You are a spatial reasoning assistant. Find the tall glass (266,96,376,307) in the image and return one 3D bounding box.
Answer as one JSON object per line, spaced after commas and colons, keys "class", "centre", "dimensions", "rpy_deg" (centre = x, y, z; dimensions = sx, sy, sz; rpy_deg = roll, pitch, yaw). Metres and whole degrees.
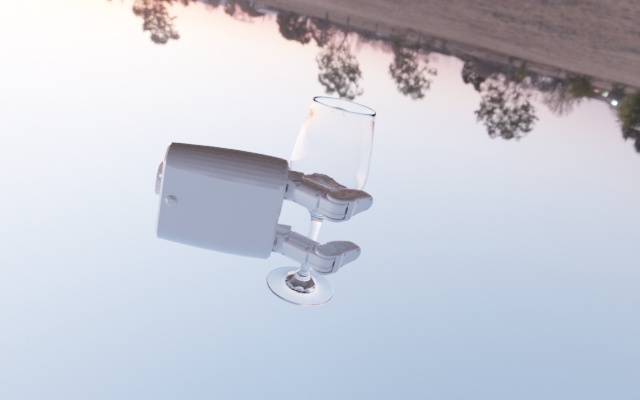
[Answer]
{"class": "tall glass", "centre": [0.000, 0.002, 0.479], "dimensions": [0.079, 0.201, 0.079], "rpy_deg": [13, 20, -5]}
